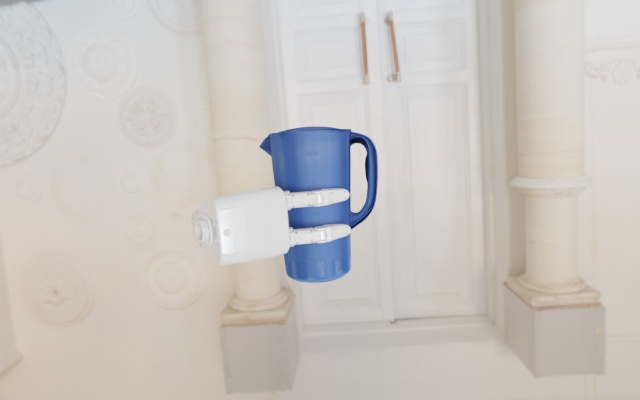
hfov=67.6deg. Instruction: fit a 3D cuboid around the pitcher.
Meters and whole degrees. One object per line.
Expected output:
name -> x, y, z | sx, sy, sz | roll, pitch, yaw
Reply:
pitcher -> 0.000, 0.003, 0.771 | 0.145, 0.243, 0.149 | -9, 9, -36
